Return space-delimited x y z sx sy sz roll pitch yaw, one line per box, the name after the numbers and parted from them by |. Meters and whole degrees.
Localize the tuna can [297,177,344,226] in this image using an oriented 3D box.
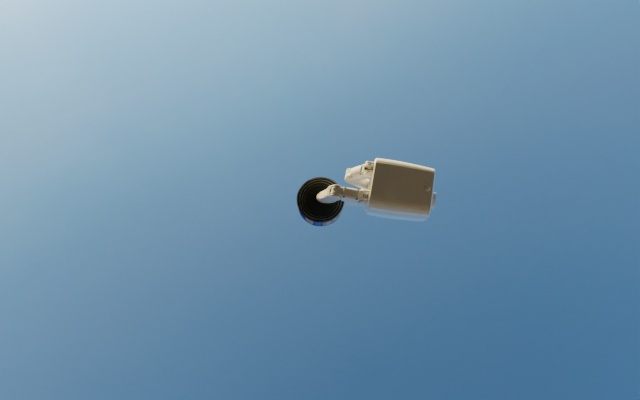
0.000 0.003 0.869 0.086 0.086 0.034 0 -19 1 | tuna can
